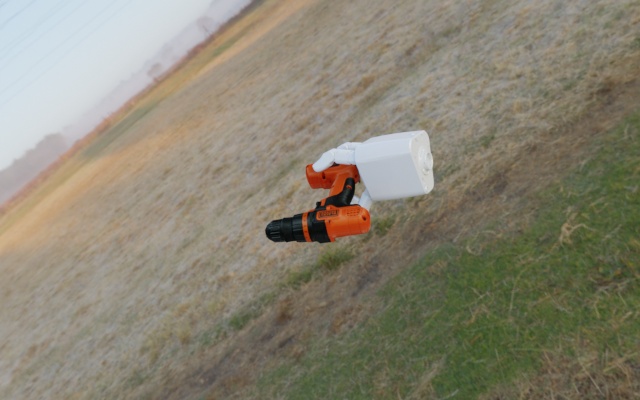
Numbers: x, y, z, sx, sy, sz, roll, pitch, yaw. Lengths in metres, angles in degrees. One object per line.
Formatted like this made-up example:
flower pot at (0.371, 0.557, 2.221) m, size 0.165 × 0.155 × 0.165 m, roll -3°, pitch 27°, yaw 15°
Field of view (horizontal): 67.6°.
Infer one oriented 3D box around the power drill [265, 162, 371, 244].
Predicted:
power drill at (0.000, 0.002, 0.869) m, size 0.184 × 0.057 × 0.187 m, roll -6°, pitch 39°, yaw 12°
